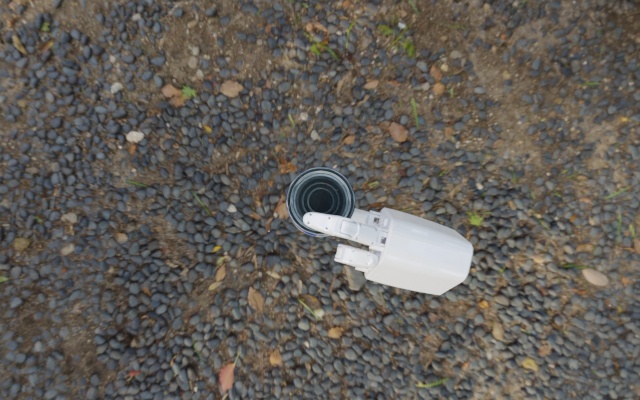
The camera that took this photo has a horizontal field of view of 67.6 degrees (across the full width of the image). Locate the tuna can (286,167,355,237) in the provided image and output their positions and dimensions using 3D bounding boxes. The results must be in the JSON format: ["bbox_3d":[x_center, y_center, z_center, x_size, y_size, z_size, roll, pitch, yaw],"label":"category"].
[{"bbox_3d":[0.000,0.002,0.590,0.086,0.086,0.034,0,-5,-1],"label":"tuna can"}]
